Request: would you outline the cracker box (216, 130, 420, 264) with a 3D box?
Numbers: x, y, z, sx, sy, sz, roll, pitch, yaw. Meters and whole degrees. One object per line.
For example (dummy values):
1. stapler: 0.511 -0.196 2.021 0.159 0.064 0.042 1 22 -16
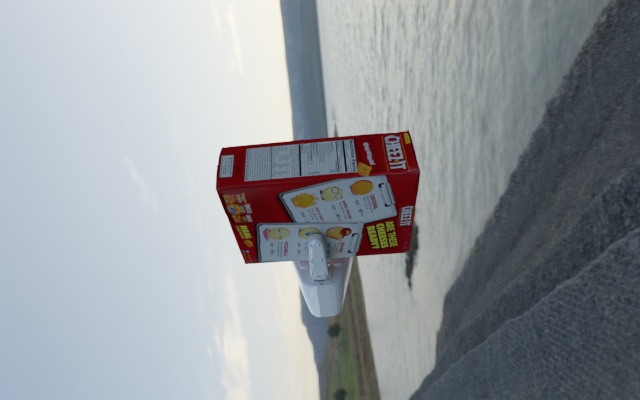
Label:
1. cracker box: 0.000 0.002 0.569 0.214 0.072 0.164 -5 -37 1
